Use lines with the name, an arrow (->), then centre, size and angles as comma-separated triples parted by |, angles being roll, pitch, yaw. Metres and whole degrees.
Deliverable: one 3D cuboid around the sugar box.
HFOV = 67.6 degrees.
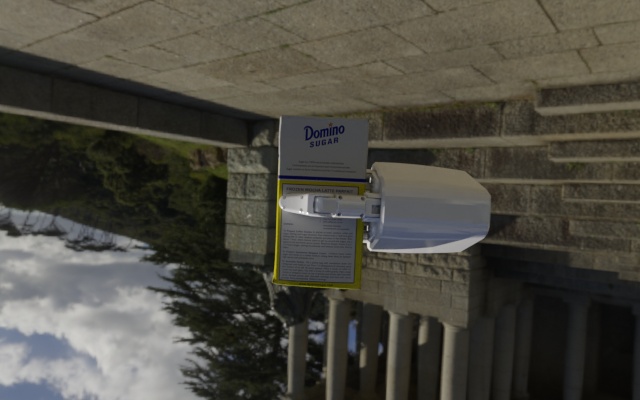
sugar box -> 0.000, 0.002, 0.506 | 0.093, 0.176, 0.048 | 3, 0, -1
